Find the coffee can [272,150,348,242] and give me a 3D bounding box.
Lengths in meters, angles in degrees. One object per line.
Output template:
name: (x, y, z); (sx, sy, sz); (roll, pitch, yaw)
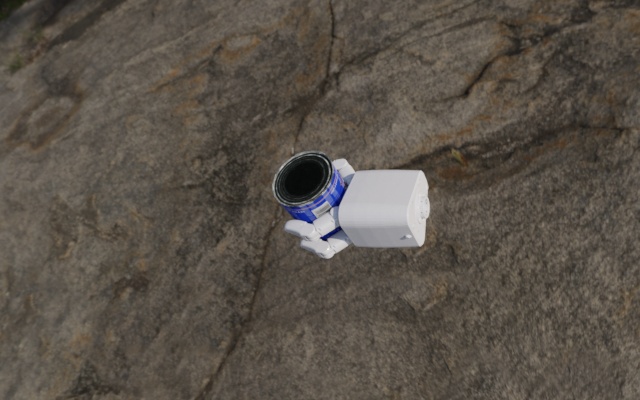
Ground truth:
coffee can: (0.000, 0.003, 0.768); (0.103, 0.102, 0.140); (0, -32, 28)
